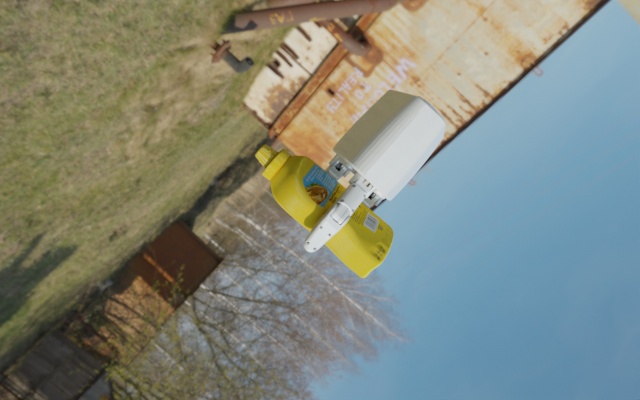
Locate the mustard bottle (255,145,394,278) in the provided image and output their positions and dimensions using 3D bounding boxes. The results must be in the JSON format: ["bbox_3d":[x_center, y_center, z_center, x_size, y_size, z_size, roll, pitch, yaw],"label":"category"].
[{"bbox_3d":[0.000,0.002,0.574,0.058,0.191,0.096,-46,6,30],"label":"mustard bottle"}]
